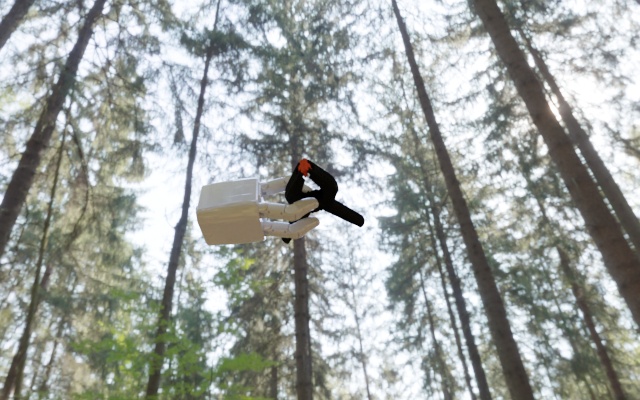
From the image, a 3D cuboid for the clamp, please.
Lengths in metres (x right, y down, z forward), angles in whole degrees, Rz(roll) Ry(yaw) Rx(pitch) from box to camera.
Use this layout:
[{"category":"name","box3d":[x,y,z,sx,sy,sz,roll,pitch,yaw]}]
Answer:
[{"category":"clamp","box3d":[0.000,0.002,0.860,0.164,0.036,0.210,-9,-39,-3]}]
